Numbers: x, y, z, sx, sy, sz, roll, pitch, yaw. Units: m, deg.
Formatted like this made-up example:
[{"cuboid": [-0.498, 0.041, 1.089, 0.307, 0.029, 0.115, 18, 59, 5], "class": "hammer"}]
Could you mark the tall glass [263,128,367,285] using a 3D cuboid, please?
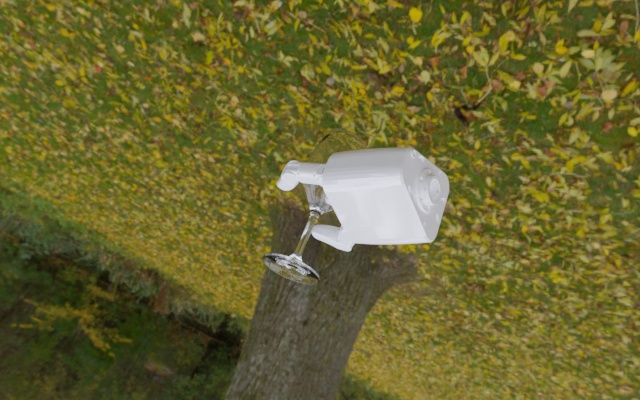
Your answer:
[{"cuboid": [0.000, 0.003, 0.617, 0.079, 0.201, 0.079, 18, -27, 10], "class": "tall glass"}]
